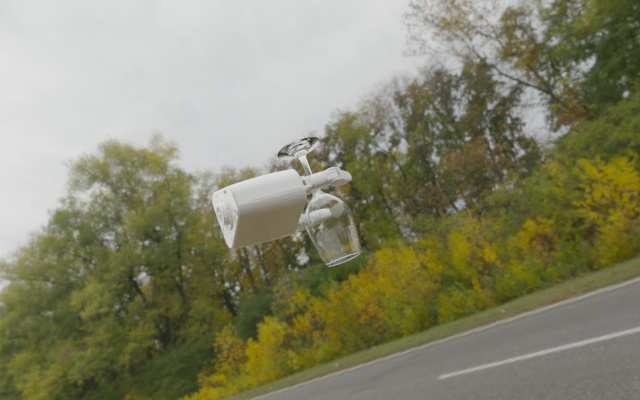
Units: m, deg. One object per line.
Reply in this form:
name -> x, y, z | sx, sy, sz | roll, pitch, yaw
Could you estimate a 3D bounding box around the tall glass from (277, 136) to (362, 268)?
tall glass -> 0.000, 0.002, 0.761 | 0.079, 0.201, 0.079 | -21, -14, -6
